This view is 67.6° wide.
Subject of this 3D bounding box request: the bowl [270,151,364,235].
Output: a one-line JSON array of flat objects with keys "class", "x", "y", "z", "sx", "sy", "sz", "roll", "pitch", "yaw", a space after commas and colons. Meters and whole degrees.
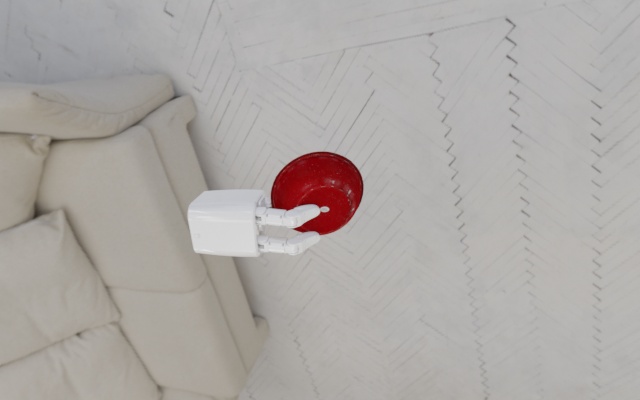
[{"class": "bowl", "x": 0.001, "y": 0.002, "z": 0.790, "sx": 0.162, "sy": 0.162, "sz": 0.055, "roll": 0, "pitch": 31, "yaw": -13}]
